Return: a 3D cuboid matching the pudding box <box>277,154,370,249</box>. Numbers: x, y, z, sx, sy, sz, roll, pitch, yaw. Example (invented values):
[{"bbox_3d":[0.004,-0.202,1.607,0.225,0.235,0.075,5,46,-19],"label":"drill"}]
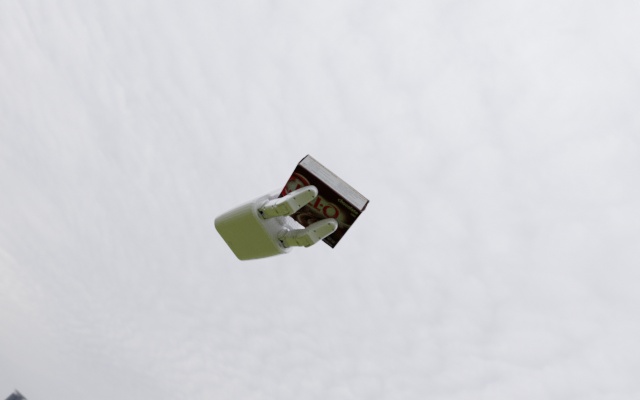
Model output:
[{"bbox_3d":[0.000,0.002,0.681,0.113,0.090,0.039,36,42,2],"label":"pudding box"}]
